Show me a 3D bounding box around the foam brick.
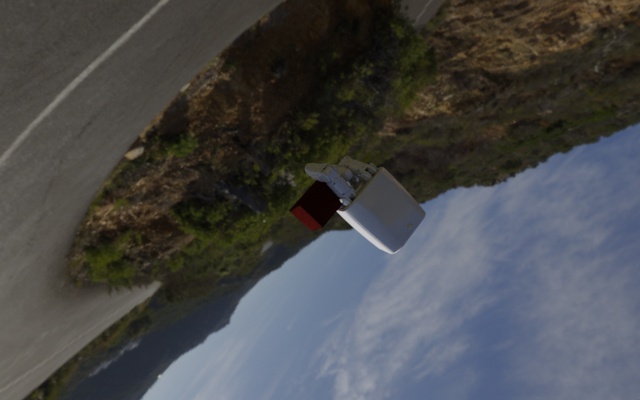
[{"bbox_3d":[0.000,0.003,0.751,0.051,0.078,0.053,45,-21,-9],"label":"foam brick"}]
